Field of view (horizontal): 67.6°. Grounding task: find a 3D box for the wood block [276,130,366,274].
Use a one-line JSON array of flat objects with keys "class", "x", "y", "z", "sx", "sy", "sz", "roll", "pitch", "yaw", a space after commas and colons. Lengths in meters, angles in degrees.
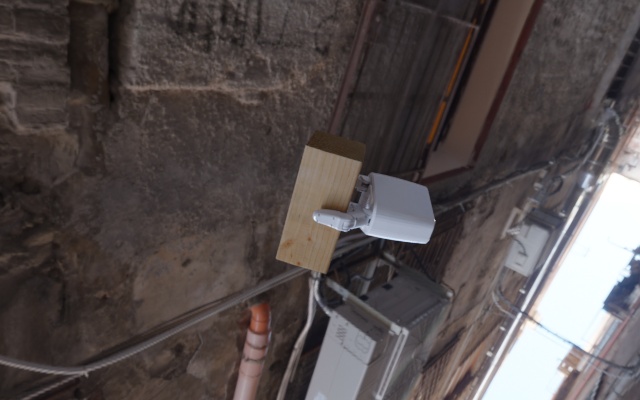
[{"class": "wood block", "x": 0.000, "y": 0.003, "z": 0.782, "sx": 0.090, "sy": 0.206, "sz": 0.090, "roll": 17, "pitch": 25, "yaw": 1}]
